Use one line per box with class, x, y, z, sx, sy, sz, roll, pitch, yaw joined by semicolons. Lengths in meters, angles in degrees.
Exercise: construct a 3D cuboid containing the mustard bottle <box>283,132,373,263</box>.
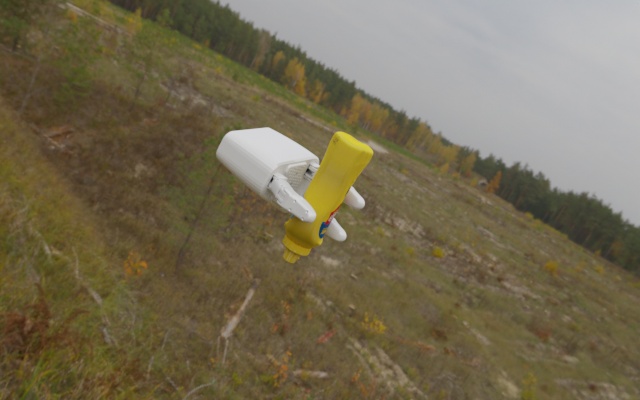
mustard bottle;0.001;0.002;0.649;0.058;0.192;0.096;30;13;2
